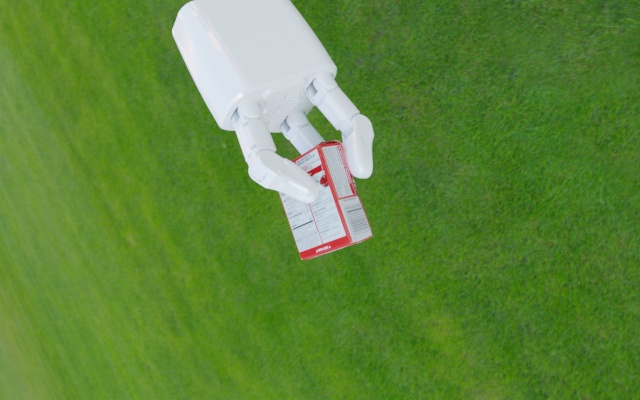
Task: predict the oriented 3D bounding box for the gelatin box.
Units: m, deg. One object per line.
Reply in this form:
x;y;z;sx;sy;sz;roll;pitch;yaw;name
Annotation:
0.000;0.002;0.422;0.030;0.089;0.073;-13;-8;-41;gelatin box
